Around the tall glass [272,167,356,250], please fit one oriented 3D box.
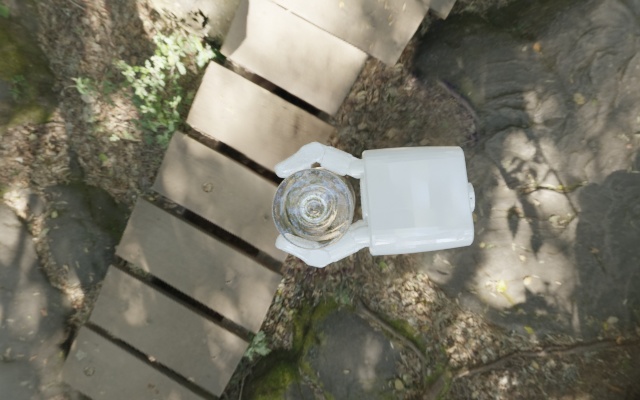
[{"bbox_3d":[0.000,0.002,0.528,0.079,0.079,0.201,0,4,4],"label":"tall glass"}]
